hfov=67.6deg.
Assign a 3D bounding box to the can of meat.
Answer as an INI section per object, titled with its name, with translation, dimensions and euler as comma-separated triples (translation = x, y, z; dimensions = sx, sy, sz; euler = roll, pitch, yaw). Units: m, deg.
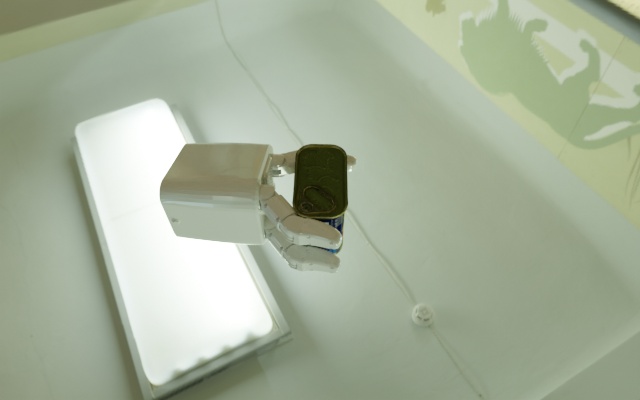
[can of meat]
translation = 0.000, 0.002, 0.539
dimensions = 0.057, 0.102, 0.084
euler = 1, -38, 0
